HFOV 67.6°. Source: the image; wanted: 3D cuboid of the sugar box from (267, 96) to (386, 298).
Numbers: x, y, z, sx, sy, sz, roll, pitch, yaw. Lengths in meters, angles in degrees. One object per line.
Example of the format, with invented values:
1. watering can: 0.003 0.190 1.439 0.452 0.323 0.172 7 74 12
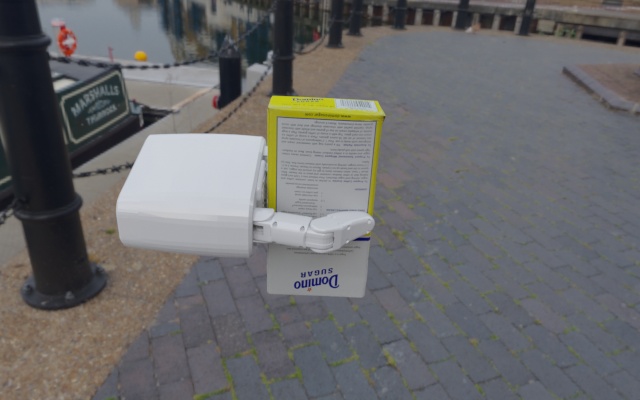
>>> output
1. sugar box: 0.000 0.001 0.421 0.093 0.176 0.048 3 27 -2
